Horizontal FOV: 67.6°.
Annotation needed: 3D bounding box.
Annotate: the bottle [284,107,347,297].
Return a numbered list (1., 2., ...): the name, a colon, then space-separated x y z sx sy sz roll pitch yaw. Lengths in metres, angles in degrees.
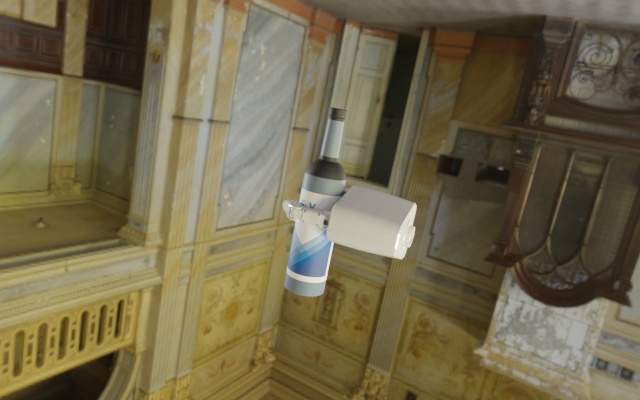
1. bottle: 0.000 0.003 0.754 0.069 0.296 0.069 10 12 -2
